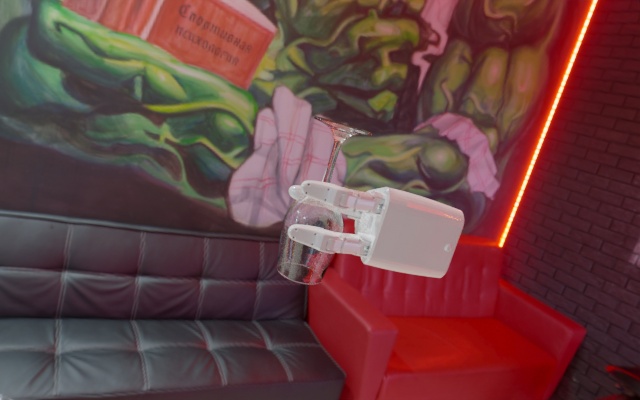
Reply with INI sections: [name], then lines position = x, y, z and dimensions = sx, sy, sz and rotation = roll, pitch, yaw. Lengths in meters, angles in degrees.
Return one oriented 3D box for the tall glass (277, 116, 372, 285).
[tall glass]
position = 0.000, 0.001, 0.600
dimensions = 0.079, 0.201, 0.079
rotation = 16, 12, -3
